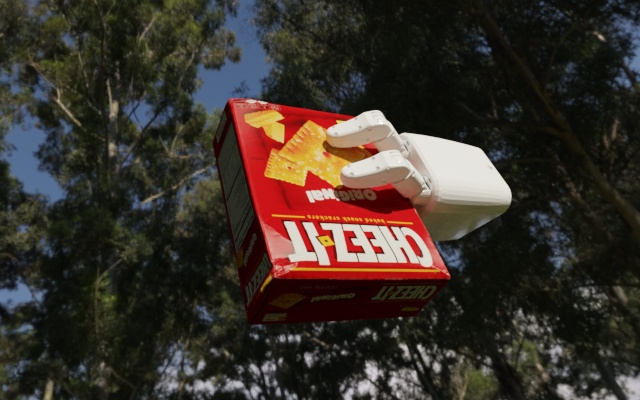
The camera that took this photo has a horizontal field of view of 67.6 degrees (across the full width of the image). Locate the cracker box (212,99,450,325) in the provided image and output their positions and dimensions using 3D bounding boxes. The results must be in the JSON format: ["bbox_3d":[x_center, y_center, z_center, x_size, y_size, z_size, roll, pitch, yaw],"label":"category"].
[{"bbox_3d":[0.000,0.001,0.445,0.164,0.213,0.072,4,-45,-27],"label":"cracker box"}]
